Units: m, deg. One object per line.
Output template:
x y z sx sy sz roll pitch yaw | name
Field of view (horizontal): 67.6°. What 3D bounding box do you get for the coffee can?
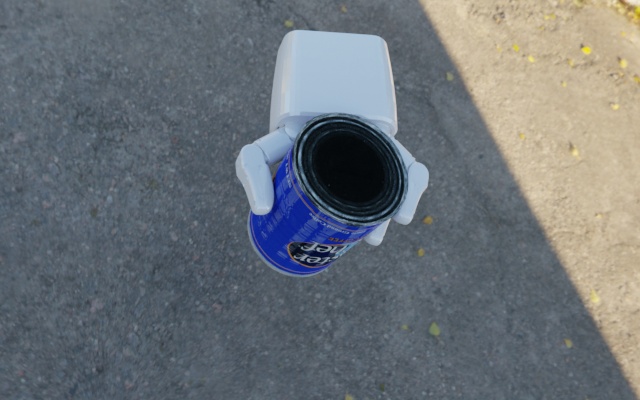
0.000 0.002 0.438 0.103 0.102 0.140 0 -24 -24 | coffee can
